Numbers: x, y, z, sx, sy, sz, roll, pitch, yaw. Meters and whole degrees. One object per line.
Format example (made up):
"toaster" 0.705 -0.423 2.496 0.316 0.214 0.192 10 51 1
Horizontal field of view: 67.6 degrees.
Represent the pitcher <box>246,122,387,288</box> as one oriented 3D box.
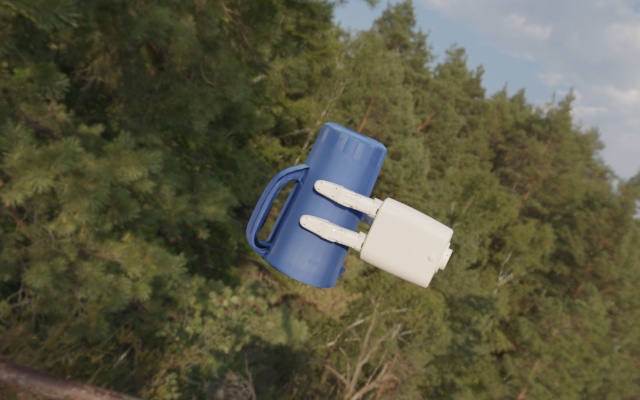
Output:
"pitcher" 0.000 0.003 0.752 0.145 0.243 0.149 26 8 18
